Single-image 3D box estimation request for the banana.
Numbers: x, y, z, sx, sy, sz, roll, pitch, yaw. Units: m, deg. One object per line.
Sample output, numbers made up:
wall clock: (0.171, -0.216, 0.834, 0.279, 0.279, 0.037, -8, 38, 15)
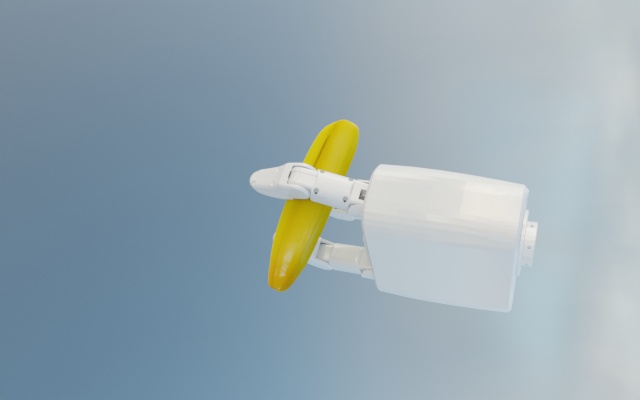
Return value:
banana: (0.002, -0.014, 0.412, 0.037, 0.070, 0.197, 14, 46, 11)
